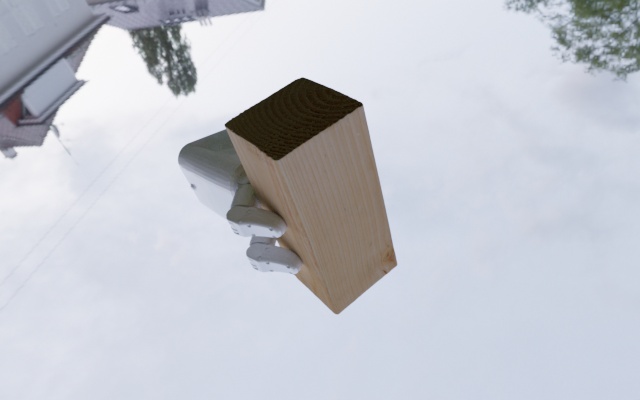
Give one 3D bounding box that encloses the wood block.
[{"bbox_3d":[0.000,0.001,0.462,0.091,0.206,0.090,-37,45,-19],"label":"wood block"}]
